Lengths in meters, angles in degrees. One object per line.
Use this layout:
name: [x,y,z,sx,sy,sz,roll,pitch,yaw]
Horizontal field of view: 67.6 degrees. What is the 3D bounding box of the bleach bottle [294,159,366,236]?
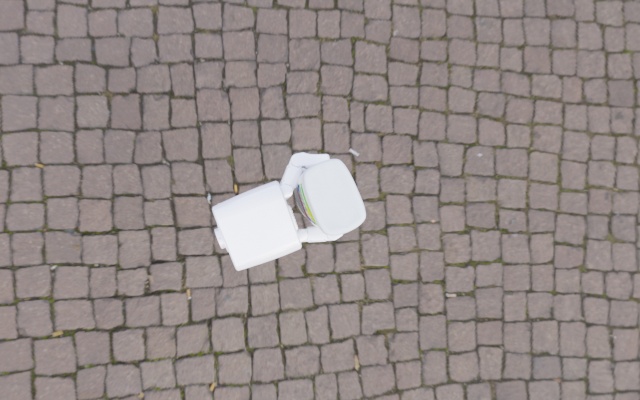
bleach bottle: [0.000,0.002,0.742,0.068,0.102,0.251,-22,-1,-9]
